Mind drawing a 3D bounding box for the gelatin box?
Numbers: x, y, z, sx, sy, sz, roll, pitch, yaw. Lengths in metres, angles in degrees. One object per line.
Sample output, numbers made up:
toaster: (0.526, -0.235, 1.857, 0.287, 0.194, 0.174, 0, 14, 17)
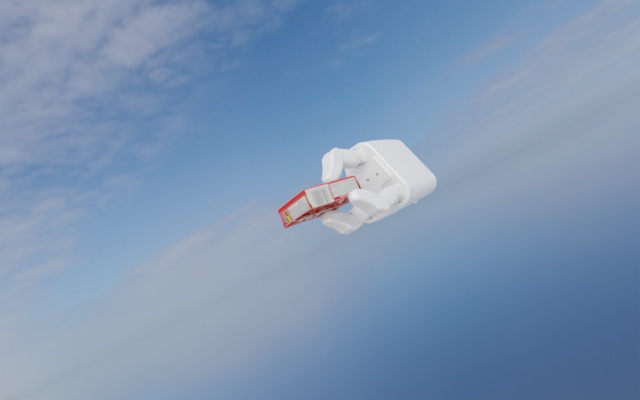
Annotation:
gelatin box: (0.000, 0.002, 0.622, 0.089, 0.030, 0.073, -17, -11, -38)
